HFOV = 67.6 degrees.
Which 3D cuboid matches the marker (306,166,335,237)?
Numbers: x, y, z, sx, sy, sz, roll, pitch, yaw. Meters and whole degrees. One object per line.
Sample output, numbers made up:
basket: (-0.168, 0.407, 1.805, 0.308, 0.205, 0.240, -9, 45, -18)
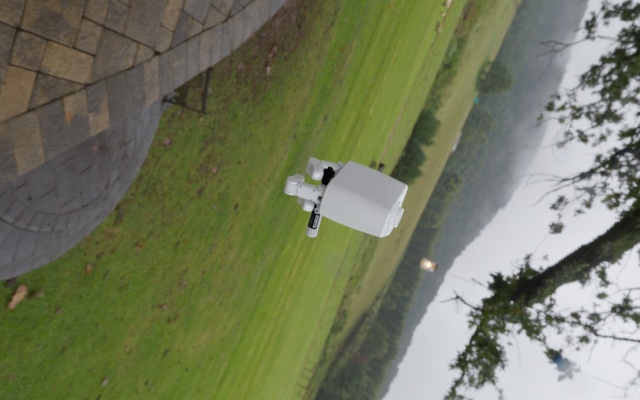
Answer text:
marker: (0.000, 0.002, 0.762, 0.020, 0.121, 0.020, 14, 22, -6)
